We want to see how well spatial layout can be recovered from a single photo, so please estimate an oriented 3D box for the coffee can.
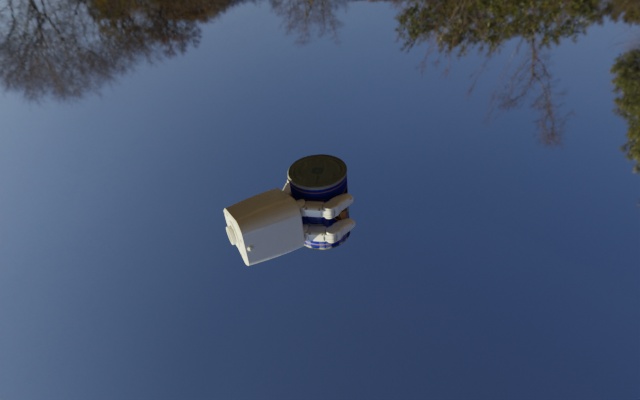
[{"bbox_3d":[0.000,0.003,0.860,0.103,0.140,0.102,-4,37,3],"label":"coffee can"}]
